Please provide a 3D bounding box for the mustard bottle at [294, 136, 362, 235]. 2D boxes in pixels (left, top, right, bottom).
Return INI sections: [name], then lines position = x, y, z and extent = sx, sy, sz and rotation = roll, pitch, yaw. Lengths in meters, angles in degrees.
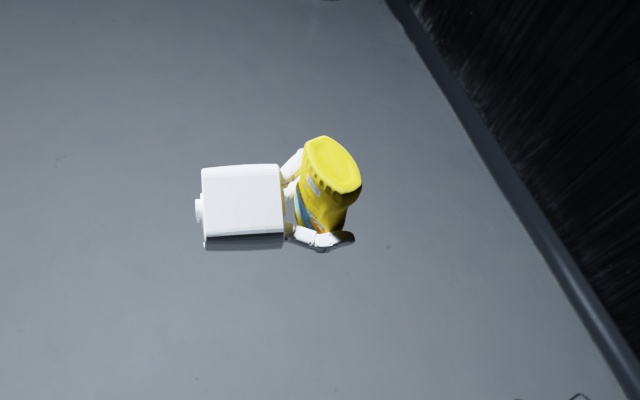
[mustard bottle]
position = 0.000, 0.002, 0.683
extent = 0.058, 0.096, 0.192
rotation = -26, -23, -25
